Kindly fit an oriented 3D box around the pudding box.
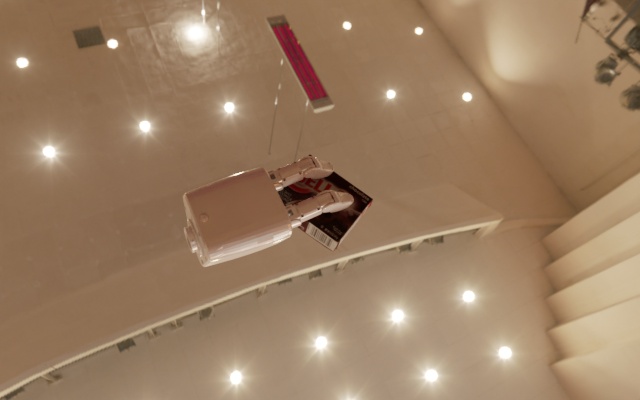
[{"bbox_3d":[0.000,0.002,0.651,0.113,0.090,0.039,37,-31,7],"label":"pudding box"}]
